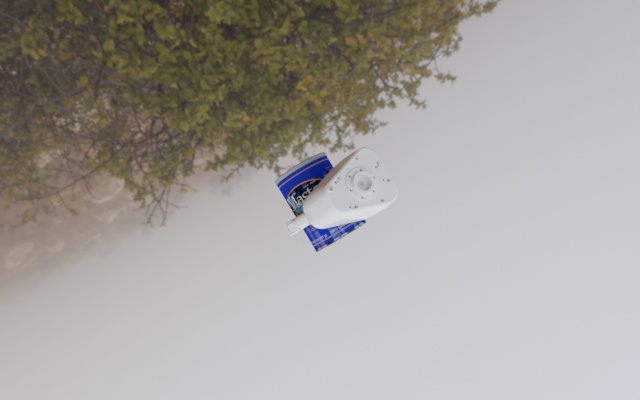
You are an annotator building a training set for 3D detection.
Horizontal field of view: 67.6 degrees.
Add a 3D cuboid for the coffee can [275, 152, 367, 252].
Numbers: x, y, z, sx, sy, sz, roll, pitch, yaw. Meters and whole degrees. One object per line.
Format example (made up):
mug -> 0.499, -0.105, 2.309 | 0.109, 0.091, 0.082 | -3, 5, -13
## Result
coffee can -> 0.000, 0.003, 0.824 | 0.103, 0.140, 0.103 | -31, -3, -1
